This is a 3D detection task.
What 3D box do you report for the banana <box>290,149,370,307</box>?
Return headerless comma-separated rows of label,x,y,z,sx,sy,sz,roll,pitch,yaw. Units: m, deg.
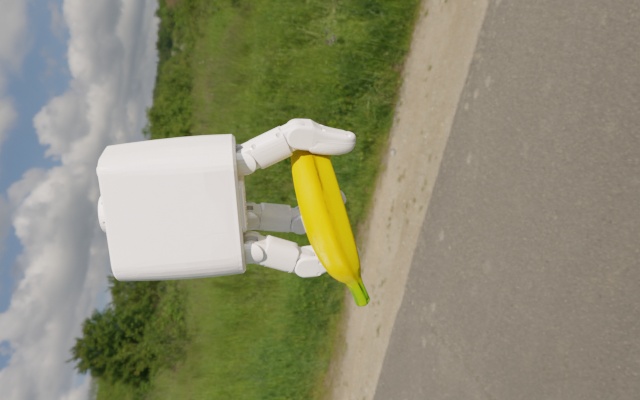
banana,-0.002,-0.007,0.415,0.037,0.197,0.070,-15,-37,0
